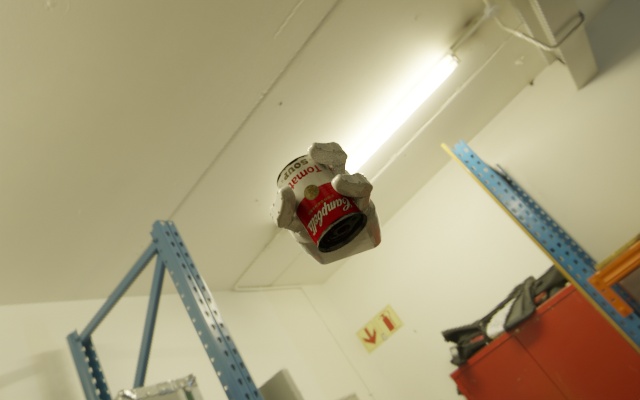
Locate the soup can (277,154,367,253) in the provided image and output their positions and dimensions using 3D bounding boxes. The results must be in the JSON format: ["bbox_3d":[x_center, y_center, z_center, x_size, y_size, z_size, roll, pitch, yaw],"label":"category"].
[{"bbox_3d":[0.000,0.002,0.571,0.068,0.102,0.068,-27,-29,-16],"label":"soup can"}]
